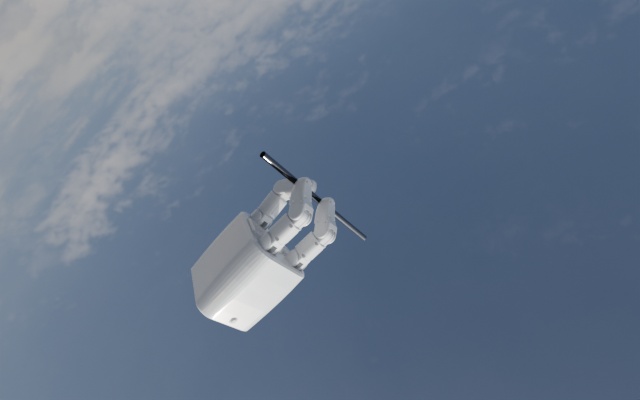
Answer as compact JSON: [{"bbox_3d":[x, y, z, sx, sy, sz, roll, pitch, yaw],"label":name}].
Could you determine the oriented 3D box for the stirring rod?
[{"bbox_3d":[0.000,0.002,0.617,0.011,0.011,0.240,0,-26,37],"label":"stirring rod"}]
